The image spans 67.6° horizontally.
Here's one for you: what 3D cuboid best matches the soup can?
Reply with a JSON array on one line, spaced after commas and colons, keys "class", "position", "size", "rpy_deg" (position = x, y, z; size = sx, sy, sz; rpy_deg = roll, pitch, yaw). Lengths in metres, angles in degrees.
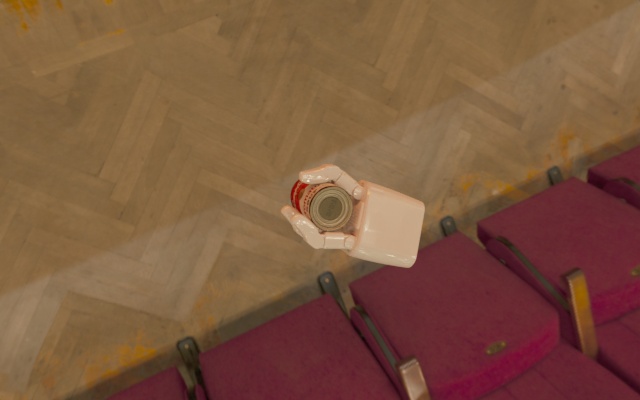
[{"class": "soup can", "position": [0.000, 0.002, 0.717], "size": [0.068, 0.068, 0.102], "rpy_deg": [0, 12, -19]}]
